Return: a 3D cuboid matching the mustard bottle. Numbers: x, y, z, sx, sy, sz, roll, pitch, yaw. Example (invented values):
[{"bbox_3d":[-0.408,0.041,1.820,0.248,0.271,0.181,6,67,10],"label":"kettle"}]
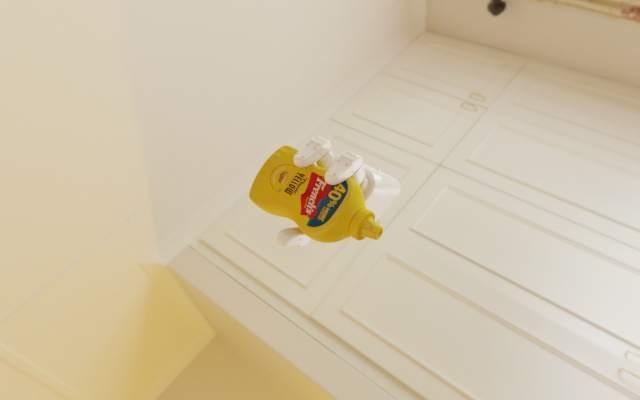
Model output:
[{"bbox_3d":[0.000,0.002,0.634,0.191,0.096,0.058,29,-13,30],"label":"mustard bottle"}]
